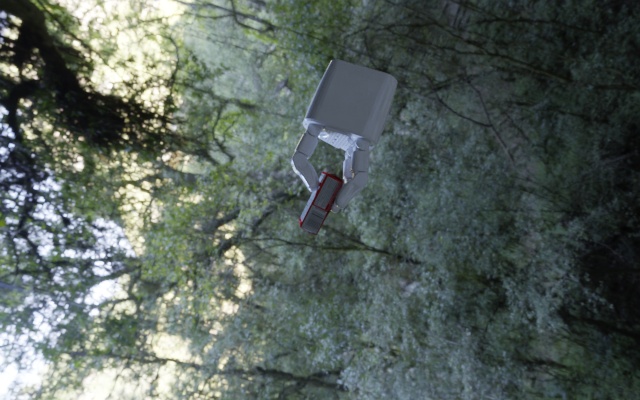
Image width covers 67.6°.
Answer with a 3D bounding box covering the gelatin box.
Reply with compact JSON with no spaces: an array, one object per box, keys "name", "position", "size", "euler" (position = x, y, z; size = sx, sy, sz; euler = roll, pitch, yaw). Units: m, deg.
[{"name":"gelatin box","position":[0.000,0.002,0.708],"size":[0.030,0.089,0.073],"euler":[27,2,-6]}]
